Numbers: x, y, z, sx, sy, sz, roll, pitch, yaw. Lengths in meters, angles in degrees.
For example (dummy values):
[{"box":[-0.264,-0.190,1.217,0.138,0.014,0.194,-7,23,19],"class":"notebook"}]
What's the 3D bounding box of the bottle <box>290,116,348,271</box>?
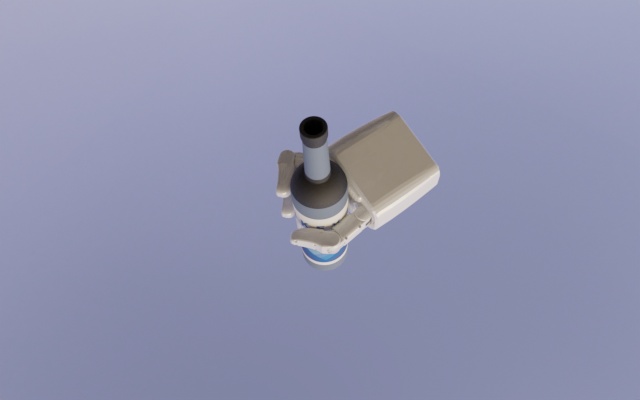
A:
[{"box":[0.000,0.002,0.576,0.069,0.069,0.296,0,-29,3],"class":"bottle"}]
